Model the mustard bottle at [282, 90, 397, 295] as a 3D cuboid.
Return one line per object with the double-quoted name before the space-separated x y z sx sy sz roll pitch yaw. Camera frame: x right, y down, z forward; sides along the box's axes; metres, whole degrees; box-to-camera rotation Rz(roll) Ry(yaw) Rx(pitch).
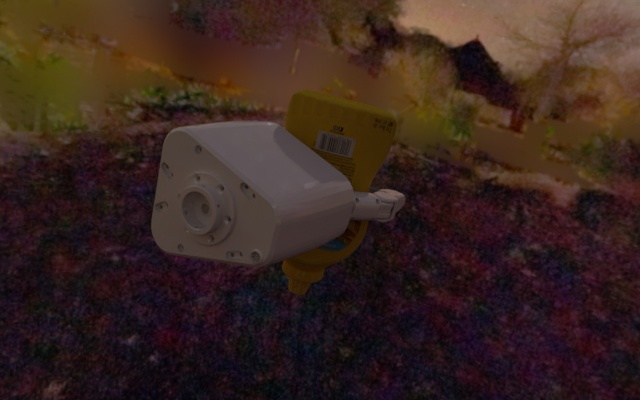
"mustard bottle" 0.000 0.001 0.446 0.096 0.192 0.058 15 16 0
